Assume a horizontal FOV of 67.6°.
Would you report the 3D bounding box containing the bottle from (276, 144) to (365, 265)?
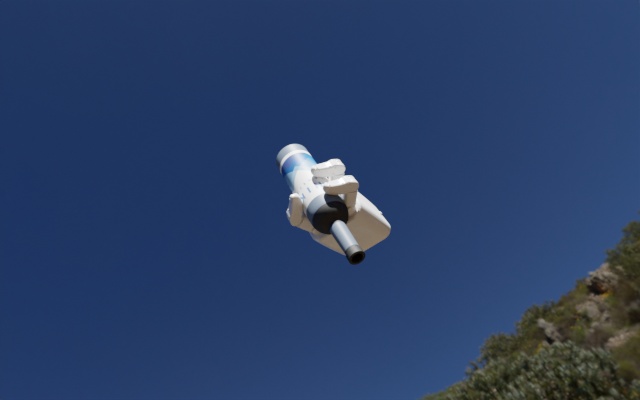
[{"bbox_3d":[0.000,0.003,0.822,0.069,0.069,0.295,0,35,-27],"label":"bottle"}]
